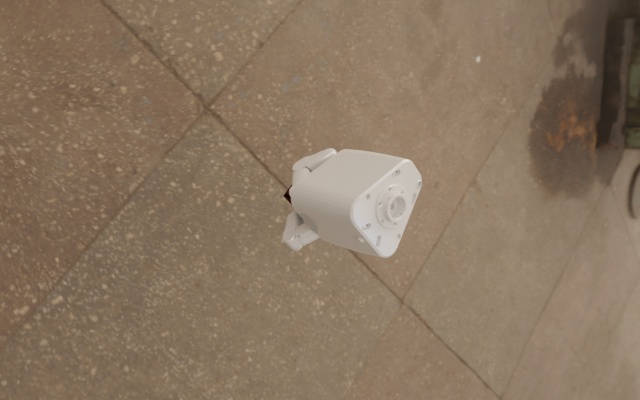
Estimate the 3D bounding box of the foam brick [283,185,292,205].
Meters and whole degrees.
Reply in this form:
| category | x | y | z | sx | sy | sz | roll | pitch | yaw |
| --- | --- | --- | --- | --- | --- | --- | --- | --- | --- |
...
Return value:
| category | x | y | z | sx | sy | sz | roll | pitch | yaw |
| --- | --- | --- | --- | --- | --- | --- | --- | --- | --- |
| foam brick | 0.000 | 0.002 | 0.640 | 0.051 | 0.053 | 0.078 | 15 | -27 | 50 |
